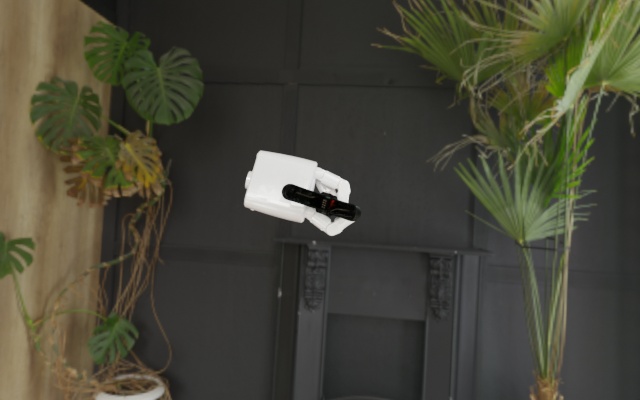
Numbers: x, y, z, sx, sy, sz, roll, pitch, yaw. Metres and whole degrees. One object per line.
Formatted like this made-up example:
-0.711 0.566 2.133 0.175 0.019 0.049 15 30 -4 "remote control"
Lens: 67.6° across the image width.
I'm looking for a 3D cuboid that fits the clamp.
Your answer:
0.000 0.002 0.761 0.120 0.039 0.171 24 -2 -1 "clamp"
